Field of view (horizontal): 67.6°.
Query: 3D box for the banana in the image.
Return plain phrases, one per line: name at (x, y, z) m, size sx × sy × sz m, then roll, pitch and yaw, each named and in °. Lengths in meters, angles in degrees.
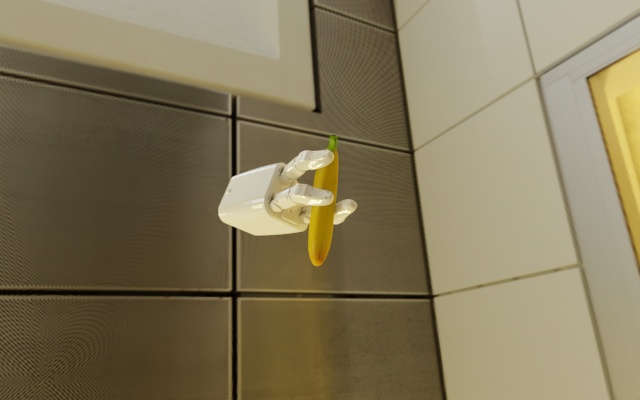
banana at (0.003, 0.004, 0.724) m, size 0.037 × 0.197 × 0.070 m, roll 3°, pitch -14°, yaw 9°
